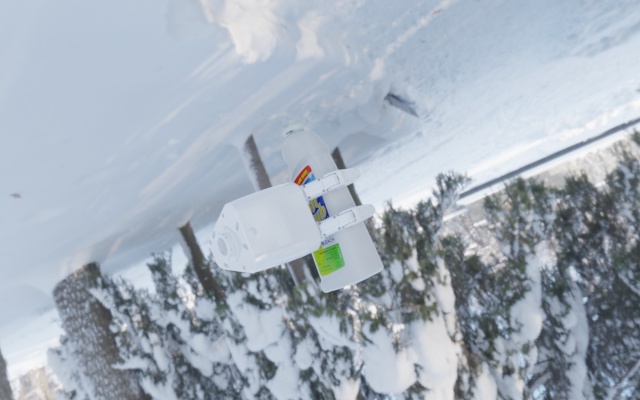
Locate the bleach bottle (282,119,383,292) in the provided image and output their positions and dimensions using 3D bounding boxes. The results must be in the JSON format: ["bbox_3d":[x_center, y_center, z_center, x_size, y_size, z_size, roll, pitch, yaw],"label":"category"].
[{"bbox_3d":[0.000,0.002,0.702,0.068,0.251,0.102,-18,-8,-39],"label":"bleach bottle"}]
